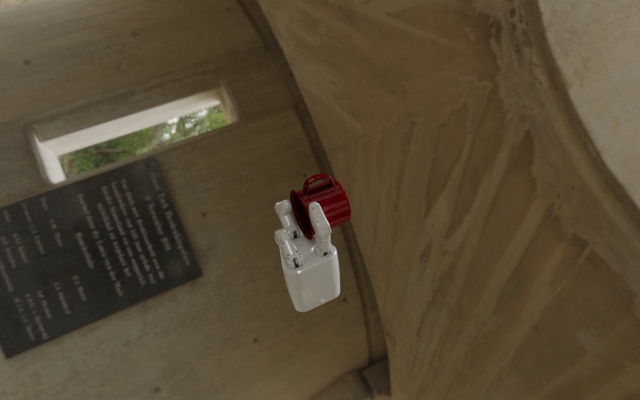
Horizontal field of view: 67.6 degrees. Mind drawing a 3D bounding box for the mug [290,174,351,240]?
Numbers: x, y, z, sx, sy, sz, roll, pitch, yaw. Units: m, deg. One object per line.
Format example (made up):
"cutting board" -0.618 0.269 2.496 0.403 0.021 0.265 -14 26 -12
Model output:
"mug" 0.000 0.001 0.837 0.081 0.117 0.093 -20 38 -17
